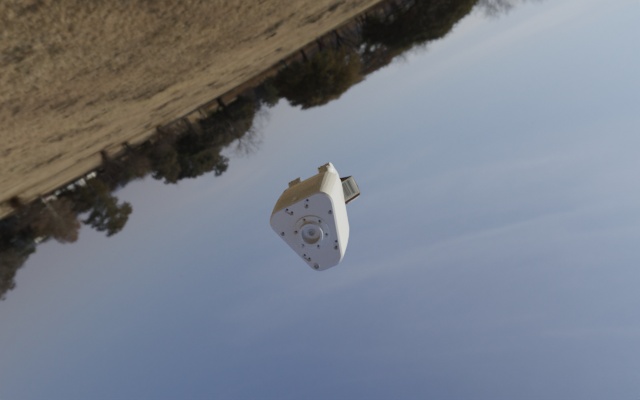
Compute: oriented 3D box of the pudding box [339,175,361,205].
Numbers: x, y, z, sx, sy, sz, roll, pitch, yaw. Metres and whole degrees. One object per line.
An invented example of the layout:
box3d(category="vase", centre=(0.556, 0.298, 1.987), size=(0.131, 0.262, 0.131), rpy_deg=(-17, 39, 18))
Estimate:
box3d(category="pudding box", centre=(0.000, 0.003, 0.794), size=(0.113, 0.039, 0.090), rpy_deg=(-29, 8, -15))
